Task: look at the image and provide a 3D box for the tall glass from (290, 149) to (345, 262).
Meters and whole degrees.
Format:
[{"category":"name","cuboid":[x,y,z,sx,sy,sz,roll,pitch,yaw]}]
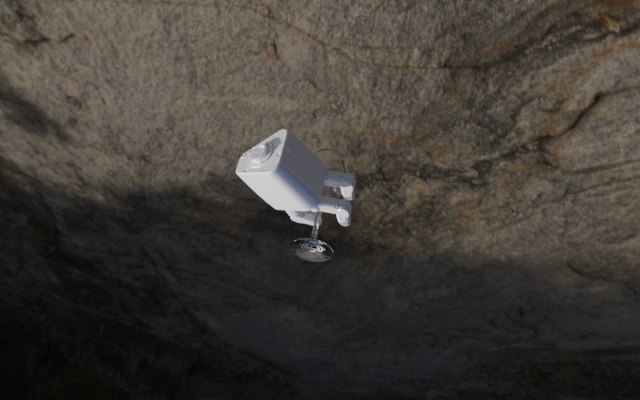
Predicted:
[{"category":"tall glass","cuboid":[0.000,0.003,0.852,0.079,0.201,0.079,8,-34,5]}]
